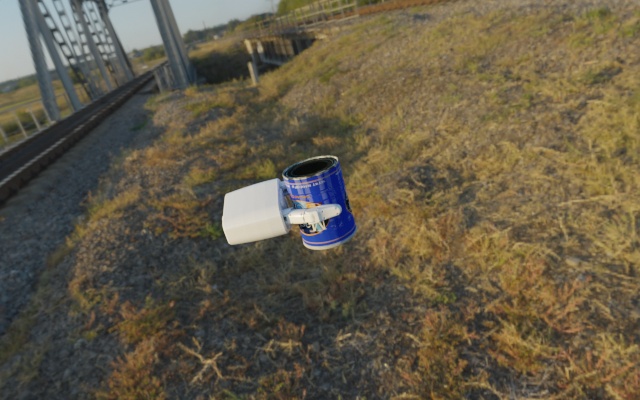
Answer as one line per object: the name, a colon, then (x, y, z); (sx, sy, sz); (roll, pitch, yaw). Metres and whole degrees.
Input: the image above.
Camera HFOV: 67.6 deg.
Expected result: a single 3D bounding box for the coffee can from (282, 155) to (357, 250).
coffee can: (0.000, 0.003, 0.859); (0.103, 0.140, 0.102); (-14, 21, 5)
